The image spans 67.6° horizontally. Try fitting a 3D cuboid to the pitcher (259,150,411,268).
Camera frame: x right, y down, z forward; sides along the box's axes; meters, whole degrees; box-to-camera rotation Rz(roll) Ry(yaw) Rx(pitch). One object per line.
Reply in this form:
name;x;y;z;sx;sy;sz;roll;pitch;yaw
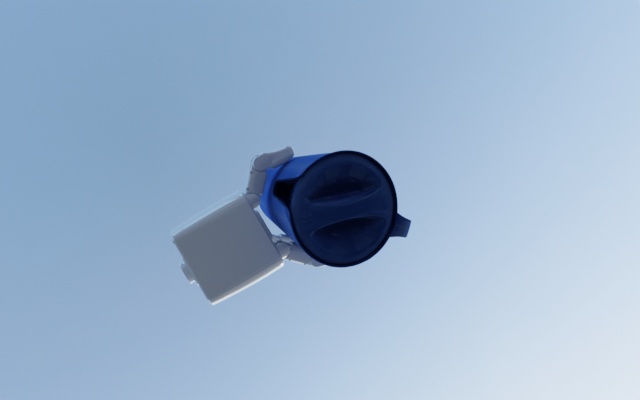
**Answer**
pitcher;0.000;0.002;0.647;0.145;0.149;0.243;-31;15;-14
